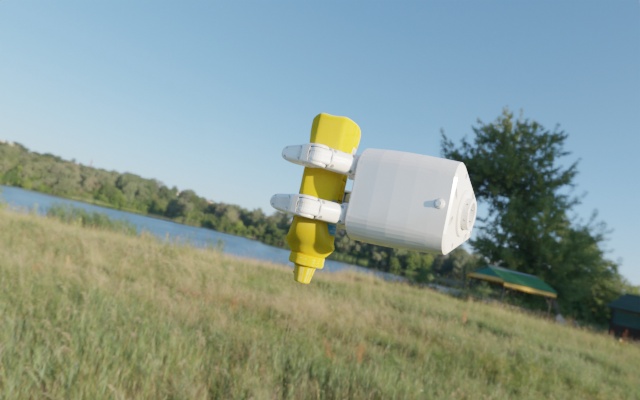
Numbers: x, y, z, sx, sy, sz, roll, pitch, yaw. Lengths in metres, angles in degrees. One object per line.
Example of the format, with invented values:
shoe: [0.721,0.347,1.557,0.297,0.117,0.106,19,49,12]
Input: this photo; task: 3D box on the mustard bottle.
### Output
mustard bottle: [0.000,0.002,0.561,0.058,0.191,0.096,12,-4,7]
